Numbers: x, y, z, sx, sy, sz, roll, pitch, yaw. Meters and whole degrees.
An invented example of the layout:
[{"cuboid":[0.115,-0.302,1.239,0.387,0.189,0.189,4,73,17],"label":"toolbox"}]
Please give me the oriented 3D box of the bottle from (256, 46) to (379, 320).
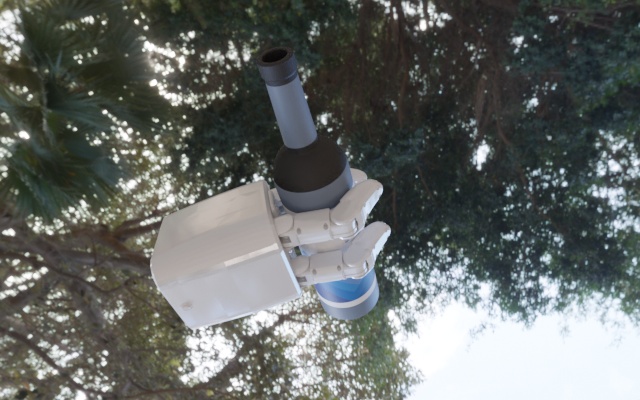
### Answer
[{"cuboid":[0.000,0.002,0.436,0.069,0.296,0.069,-9,43,9],"label":"bottle"}]
